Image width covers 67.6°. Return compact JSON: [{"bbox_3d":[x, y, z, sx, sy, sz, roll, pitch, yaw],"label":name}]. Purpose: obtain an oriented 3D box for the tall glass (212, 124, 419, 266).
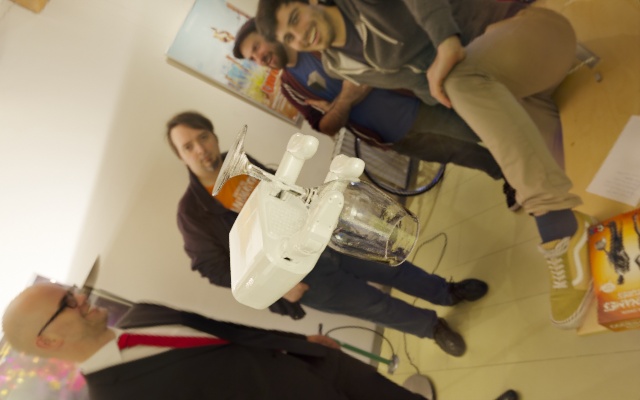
[{"bbox_3d":[0.000,0.001,0.478,0.201,0.079,0.079,25,-8,-17],"label":"tall glass"}]
